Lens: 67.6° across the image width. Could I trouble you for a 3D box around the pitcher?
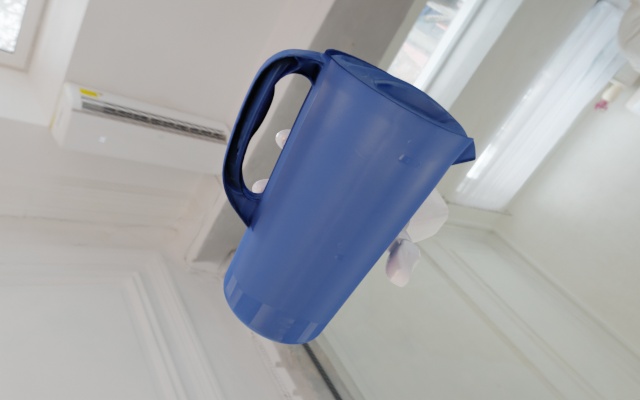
[{"bbox_3d":[0.000,0.001,0.412,0.149,0.243,0.145,42,25,25],"label":"pitcher"}]
